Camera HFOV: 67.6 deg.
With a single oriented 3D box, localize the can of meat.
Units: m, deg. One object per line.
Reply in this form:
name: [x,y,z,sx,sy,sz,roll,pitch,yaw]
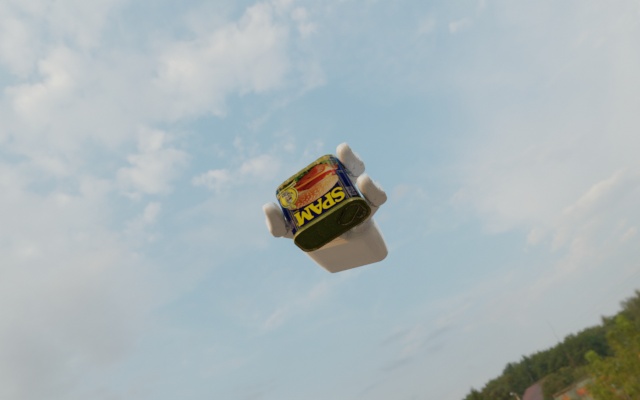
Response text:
can of meat: [0.000,0.002,0.610,0.102,0.084,0.057,-32,-35,8]
